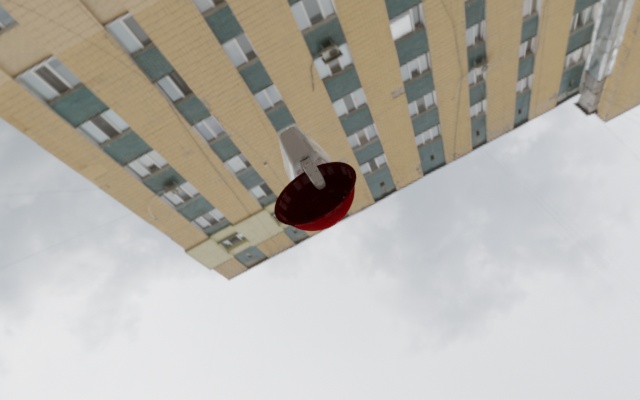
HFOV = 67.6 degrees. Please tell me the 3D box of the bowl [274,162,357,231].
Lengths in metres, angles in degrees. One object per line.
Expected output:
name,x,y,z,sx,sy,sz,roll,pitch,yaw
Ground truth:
bowl,0.000,0.004,0.853,0.162,0.055,0.162,-22,34,15
